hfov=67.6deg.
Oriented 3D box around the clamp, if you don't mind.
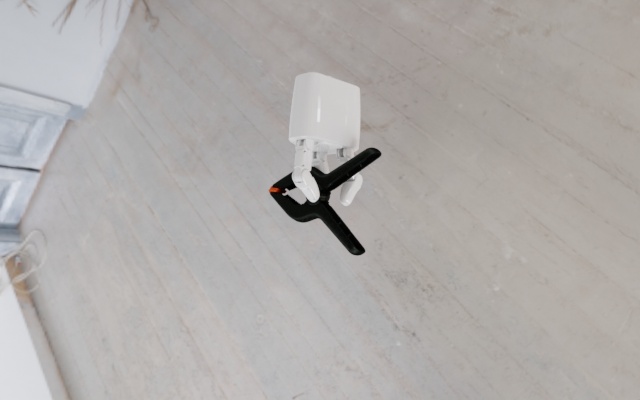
[{"bbox_3d":[-0.001,0.002,0.771,0.210,0.164,0.036,-1,-10,37],"label":"clamp"}]
